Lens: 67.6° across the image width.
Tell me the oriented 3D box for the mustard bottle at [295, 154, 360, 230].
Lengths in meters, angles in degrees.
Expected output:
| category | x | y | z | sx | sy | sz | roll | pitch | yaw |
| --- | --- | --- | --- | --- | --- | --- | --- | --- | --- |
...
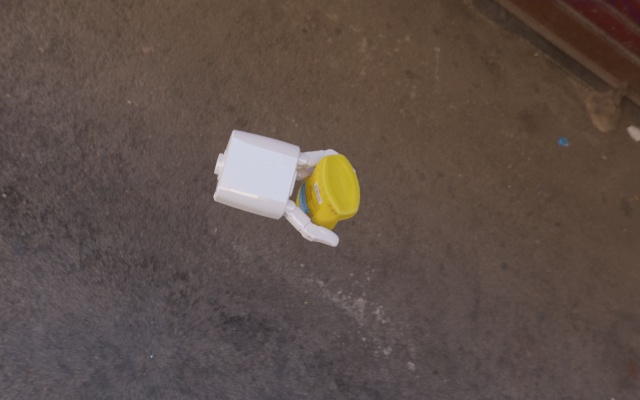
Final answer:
| category | x | y | z | sx | sy | sz | roll | pitch | yaw |
| --- | --- | --- | --- | --- | --- | --- | --- | --- | --- |
| mustard bottle | 0.001 | 0.002 | 0.777 | 0.058 | 0.096 | 0.192 | -10 | -13 | -22 |
